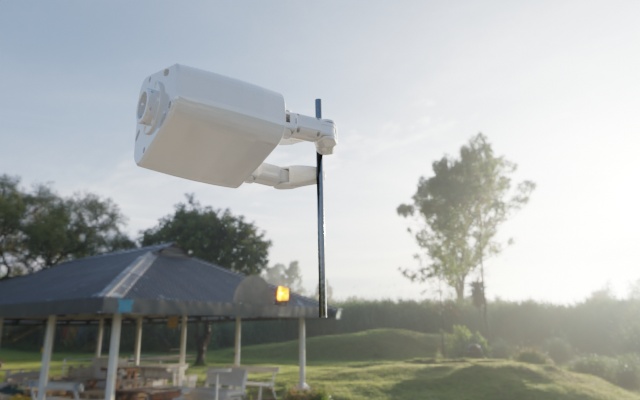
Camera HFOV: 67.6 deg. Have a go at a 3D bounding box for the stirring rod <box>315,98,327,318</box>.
[{"bbox_3d":[0.000,0.002,0.511,0.011,0.239,0.011,-1,-15,0],"label":"stirring rod"}]
